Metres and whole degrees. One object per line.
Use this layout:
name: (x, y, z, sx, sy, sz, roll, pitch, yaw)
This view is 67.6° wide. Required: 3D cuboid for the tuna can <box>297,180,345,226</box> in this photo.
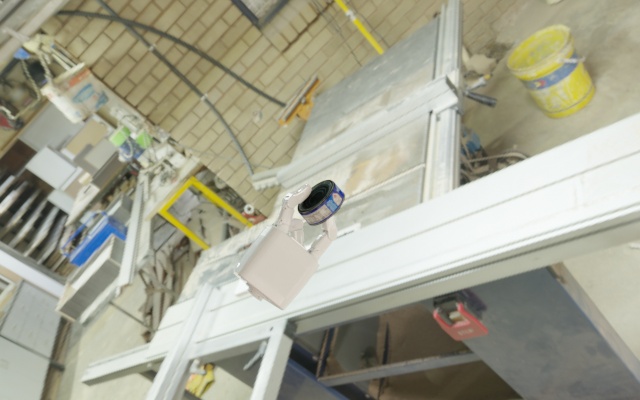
tuna can: (0.000, 0.002, 0.854, 0.034, 0.086, 0.086, 48, -25, -24)
